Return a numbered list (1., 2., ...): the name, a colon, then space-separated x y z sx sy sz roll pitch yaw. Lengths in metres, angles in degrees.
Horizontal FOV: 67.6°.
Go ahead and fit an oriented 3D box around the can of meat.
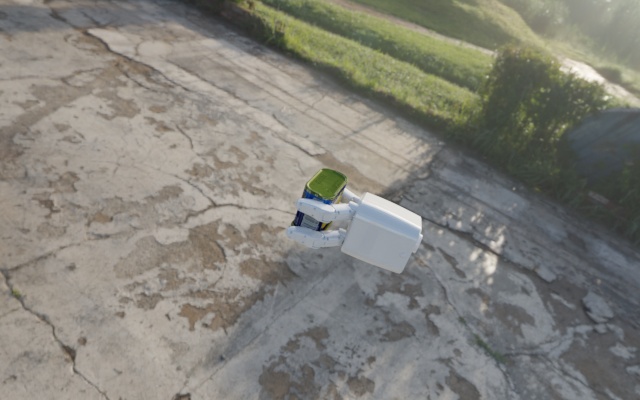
1. can of meat: 0.000 0.002 0.796 0.057 0.084 0.102 26 32 9
